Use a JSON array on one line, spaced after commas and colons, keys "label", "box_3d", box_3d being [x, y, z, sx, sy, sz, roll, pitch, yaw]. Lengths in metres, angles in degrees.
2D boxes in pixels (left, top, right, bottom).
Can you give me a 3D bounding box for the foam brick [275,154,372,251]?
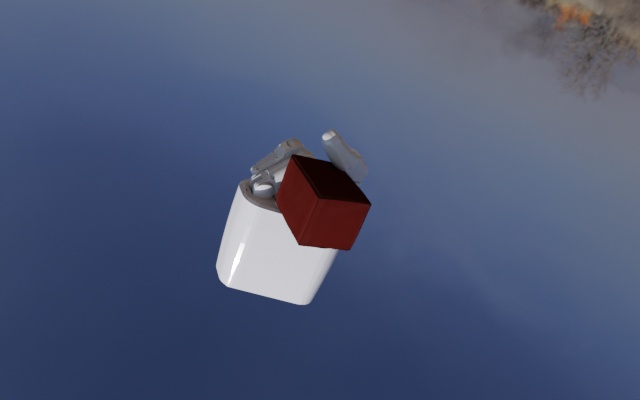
[{"label": "foam brick", "box_3d": [0.000, 0.001, 0.428, 0.053, 0.051, 0.078, 10, 27, -28]}]
